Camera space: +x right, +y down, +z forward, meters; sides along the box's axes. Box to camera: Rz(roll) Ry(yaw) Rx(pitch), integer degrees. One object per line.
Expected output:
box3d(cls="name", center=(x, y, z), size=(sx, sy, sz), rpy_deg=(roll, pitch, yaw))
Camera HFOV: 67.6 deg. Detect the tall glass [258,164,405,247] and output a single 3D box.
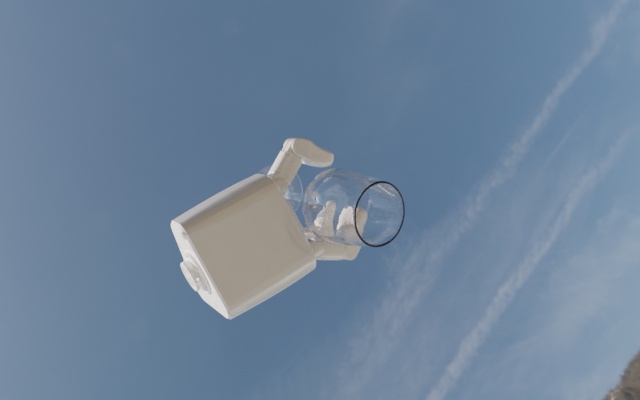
box3d(cls="tall glass", center=(0.000, 0.001, 0.520), size=(0.079, 0.079, 0.201), rpy_deg=(0, 6, -34))
